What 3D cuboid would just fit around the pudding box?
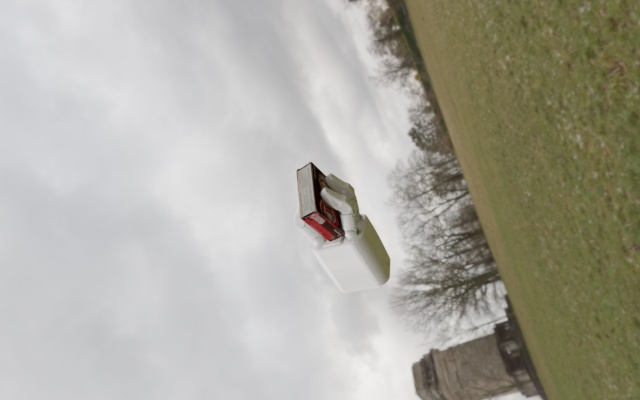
[{"bbox_3d":[0.000,0.003,0.825,0.039,0.113,0.090,-27,-43,20],"label":"pudding box"}]
